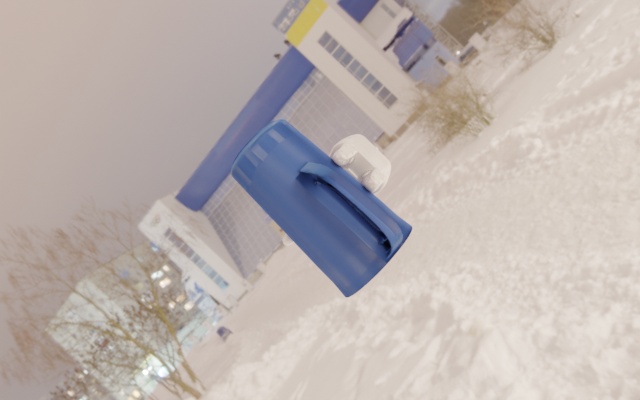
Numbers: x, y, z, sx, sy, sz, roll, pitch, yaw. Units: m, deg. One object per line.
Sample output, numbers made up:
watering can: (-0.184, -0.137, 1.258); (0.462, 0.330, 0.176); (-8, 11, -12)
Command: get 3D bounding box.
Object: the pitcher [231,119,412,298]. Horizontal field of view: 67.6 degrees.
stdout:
pitcher: (0.000, 0.002, 0.649); (0.149, 0.243, 0.145); (-47, -1, 24)
